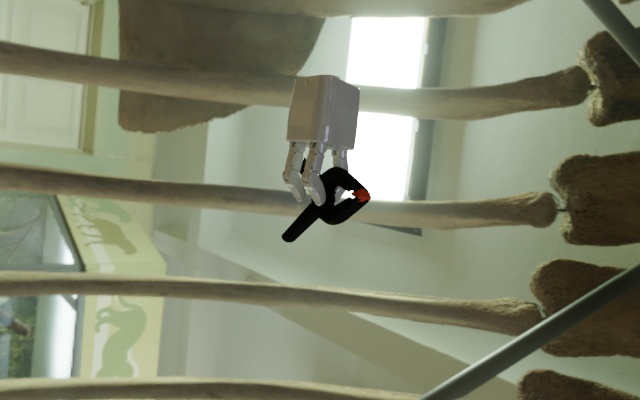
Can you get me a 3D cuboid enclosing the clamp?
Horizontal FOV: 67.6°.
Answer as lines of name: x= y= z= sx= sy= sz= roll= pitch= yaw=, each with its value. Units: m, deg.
clamp: x=0.001 y=0.003 z=0.802 sx=0.036 sy=0.164 sz=0.210 roll=7 pitch=2 yaw=-39
